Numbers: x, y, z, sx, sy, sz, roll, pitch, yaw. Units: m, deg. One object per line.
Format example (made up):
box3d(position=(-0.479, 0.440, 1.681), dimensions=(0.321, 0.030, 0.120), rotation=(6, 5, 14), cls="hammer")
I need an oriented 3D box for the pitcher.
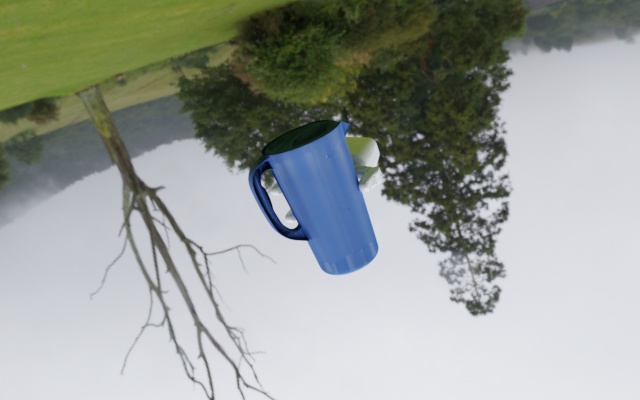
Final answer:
box3d(position=(0.000, 0.002, 0.780), dimensions=(0.149, 0.243, 0.145), rotation=(-13, 22, 24), cls="pitcher")
